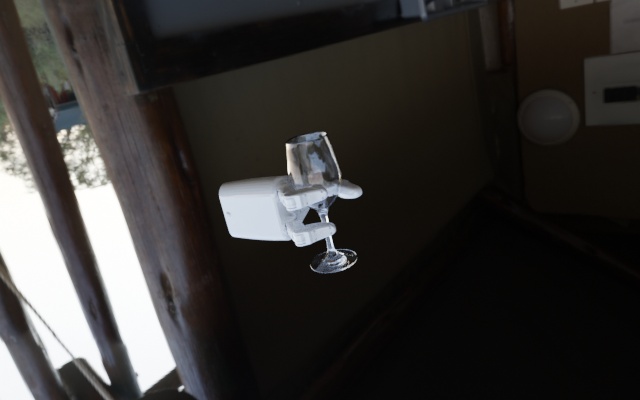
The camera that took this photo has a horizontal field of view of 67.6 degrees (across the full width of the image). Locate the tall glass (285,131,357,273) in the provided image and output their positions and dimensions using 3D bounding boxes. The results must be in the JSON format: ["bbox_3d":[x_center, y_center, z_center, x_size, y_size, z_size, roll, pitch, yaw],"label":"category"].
[{"bbox_3d":[0.000,0.003,0.711,0.079,0.201,0.079,-11,19,4],"label":"tall glass"}]
